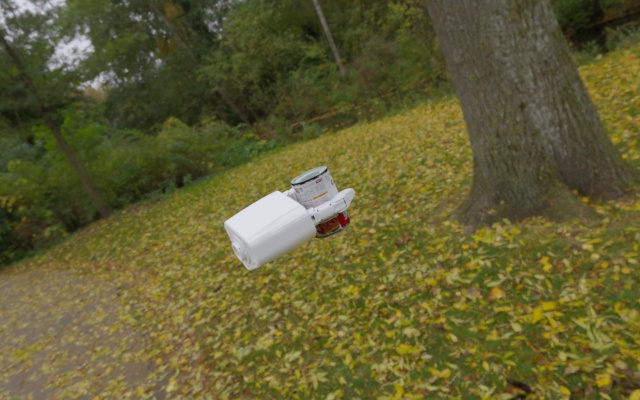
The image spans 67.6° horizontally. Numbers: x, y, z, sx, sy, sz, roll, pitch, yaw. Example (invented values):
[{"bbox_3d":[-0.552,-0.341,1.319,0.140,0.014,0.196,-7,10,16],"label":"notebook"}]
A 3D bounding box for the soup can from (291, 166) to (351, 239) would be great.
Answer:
[{"bbox_3d":[0.000,0.002,0.796,0.068,0.102,0.068,-22,15,6],"label":"soup can"}]
